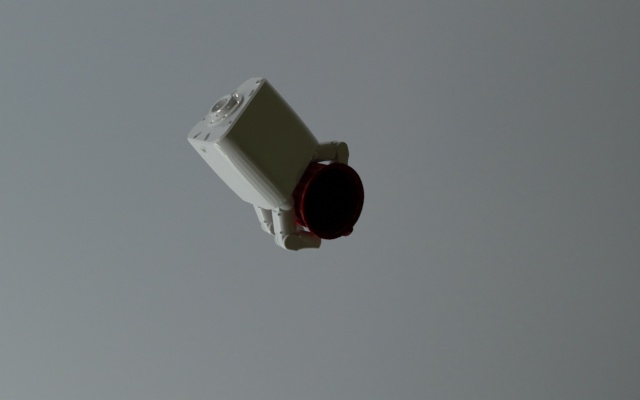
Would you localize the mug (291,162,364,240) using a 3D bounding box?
[{"bbox_3d":[0.001,0.003,0.604,0.081,0.093,0.117,18,-27,52],"label":"mug"}]
